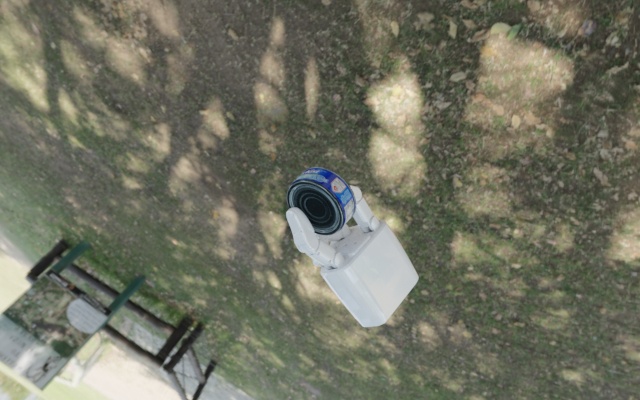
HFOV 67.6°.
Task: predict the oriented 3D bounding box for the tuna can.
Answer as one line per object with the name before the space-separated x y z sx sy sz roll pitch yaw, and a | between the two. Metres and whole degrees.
tuna can | 0.000 0.002 0.605 0.086 0.086 0.033 0 33 38
